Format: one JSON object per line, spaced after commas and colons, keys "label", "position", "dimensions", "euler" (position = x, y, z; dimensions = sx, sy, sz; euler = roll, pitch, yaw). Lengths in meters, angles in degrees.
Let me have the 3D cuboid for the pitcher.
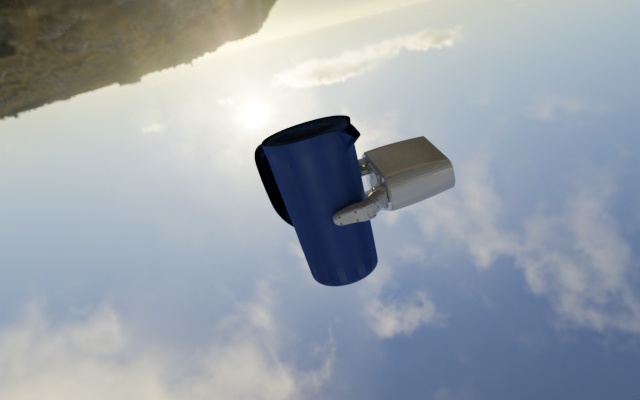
{"label": "pitcher", "position": [0.000, 0.002, 0.725], "dimensions": [0.145, 0.243, 0.149], "euler": [-19, 20, -9]}
